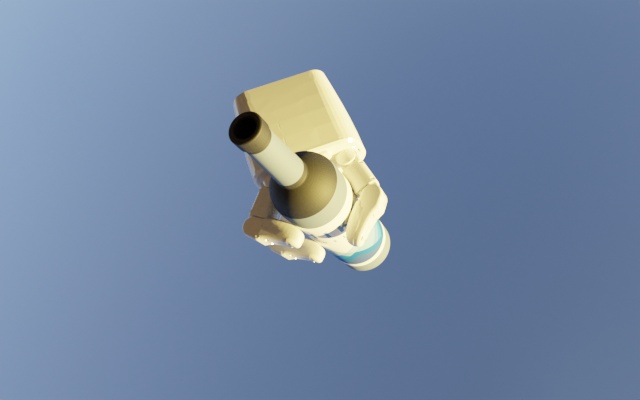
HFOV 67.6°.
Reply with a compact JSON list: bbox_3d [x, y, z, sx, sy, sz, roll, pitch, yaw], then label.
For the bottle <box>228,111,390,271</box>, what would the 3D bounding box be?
[{"bbox_3d":[0.000,0.002,0.462,0.069,0.069,0.296,0,-21,23],"label":"bottle"}]
